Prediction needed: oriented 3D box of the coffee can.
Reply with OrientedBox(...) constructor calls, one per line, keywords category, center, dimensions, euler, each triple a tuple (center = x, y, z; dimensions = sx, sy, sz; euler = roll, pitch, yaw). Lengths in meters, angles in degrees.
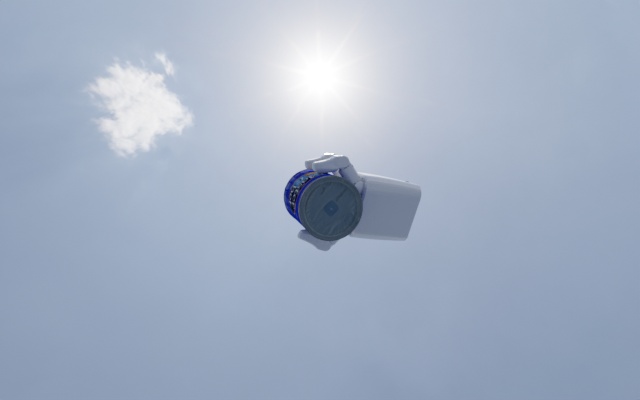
OrientedBox(category="coffee can", center=(0.000, 0.003, 0.802), dimensions=(0.103, 0.103, 0.140), euler=(0, 9, -15))
